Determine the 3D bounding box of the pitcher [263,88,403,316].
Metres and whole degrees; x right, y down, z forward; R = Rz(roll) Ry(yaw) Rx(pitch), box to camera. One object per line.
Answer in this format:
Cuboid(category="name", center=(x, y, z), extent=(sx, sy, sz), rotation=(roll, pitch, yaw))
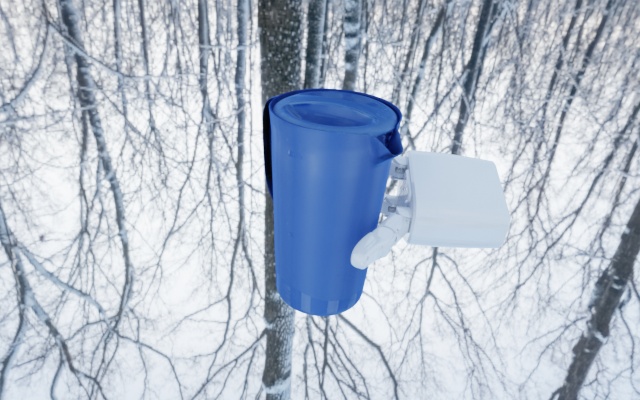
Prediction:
Cuboid(category="pitcher", center=(0.000, 0.002, 0.539), extent=(0.145, 0.243, 0.149), rotation=(4, 30, -3))
